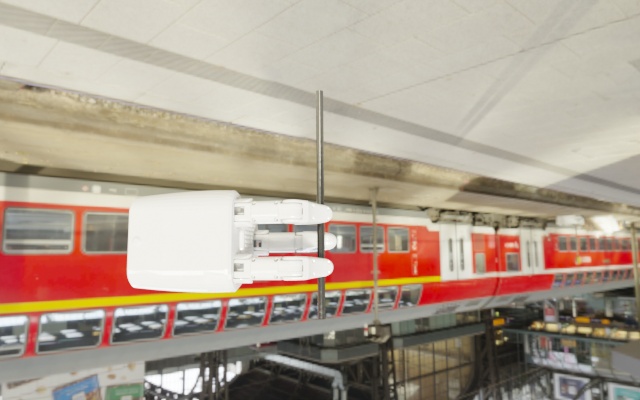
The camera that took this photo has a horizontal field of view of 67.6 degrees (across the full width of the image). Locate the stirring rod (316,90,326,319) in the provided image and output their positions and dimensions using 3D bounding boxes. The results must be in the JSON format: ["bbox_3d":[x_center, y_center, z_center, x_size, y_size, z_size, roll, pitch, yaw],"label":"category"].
[{"bbox_3d":[0.000,0.002,0.502,0.011,0.239,0.011,-1,-7,0],"label":"stirring rod"}]
